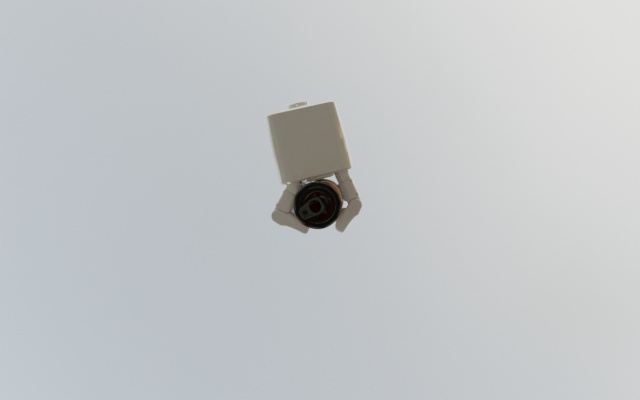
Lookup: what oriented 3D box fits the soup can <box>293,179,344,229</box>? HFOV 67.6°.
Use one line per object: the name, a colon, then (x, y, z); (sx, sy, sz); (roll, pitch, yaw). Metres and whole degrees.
soup can: (0.000, 0.003, 0.717); (0.068, 0.068, 0.102); (0, 5, 6)
